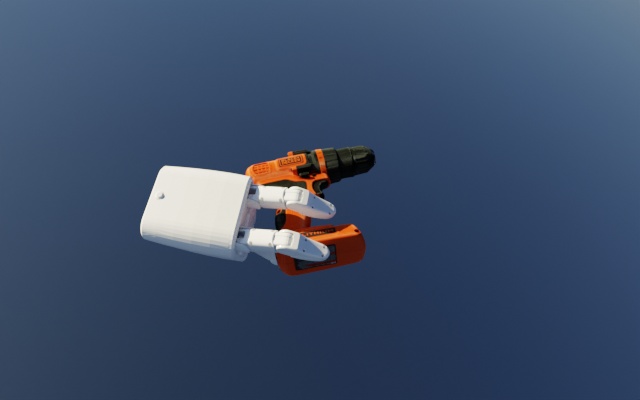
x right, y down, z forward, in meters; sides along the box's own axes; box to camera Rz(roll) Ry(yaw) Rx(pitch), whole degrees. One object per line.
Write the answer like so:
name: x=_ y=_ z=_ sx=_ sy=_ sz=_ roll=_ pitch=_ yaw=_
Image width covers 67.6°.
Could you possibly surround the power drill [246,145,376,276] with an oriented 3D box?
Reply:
power drill: x=0.000 y=0.002 z=0.621 sx=0.184 sy=0.057 sz=0.187 roll=-13 pitch=42 yaw=-3
